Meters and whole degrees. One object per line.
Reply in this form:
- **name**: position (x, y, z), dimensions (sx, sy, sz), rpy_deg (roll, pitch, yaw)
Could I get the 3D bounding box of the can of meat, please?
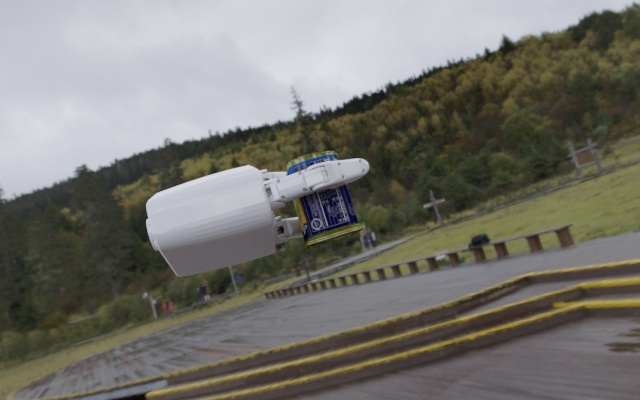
- **can of meat**: position (0.000, 0.001, 0.499), dimensions (0.057, 0.084, 0.102), rpy_deg (-16, -7, -8)
